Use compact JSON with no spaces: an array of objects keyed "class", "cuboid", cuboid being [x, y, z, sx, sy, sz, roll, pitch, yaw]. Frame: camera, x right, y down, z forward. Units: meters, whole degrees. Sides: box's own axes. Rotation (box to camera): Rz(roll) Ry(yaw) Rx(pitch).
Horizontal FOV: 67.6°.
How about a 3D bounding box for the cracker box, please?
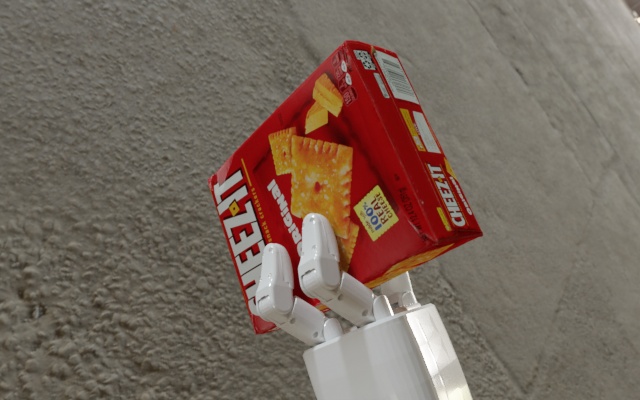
[{"class":"cracker box","cuboid":[0.000,0.001,0.402,0.072,0.164,0.214,-2,-25,-45]}]
